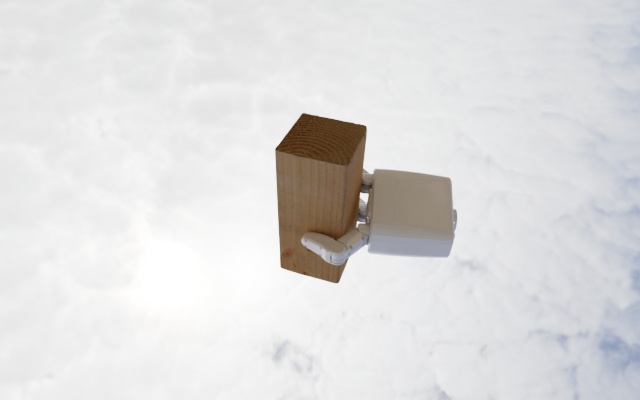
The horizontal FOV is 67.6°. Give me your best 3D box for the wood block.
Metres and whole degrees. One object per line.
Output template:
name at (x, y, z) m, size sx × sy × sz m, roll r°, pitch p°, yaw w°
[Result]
wood block at (0.000, 0.002, 0.632) m, size 0.090 × 0.206 × 0.090 m, roll 14°, pitch 42°, yaw 13°
